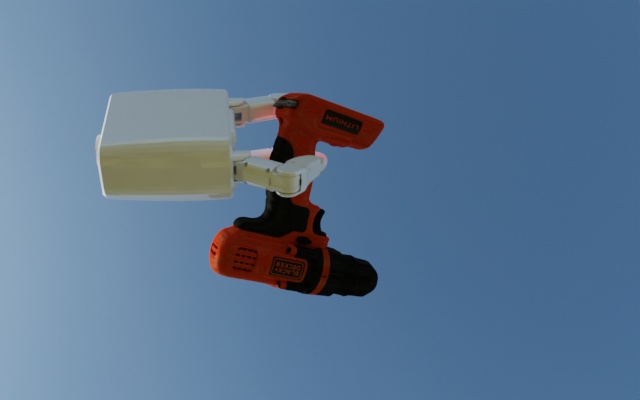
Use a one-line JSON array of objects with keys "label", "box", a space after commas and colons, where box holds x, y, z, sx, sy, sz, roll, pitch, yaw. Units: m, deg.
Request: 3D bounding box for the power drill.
[{"label": "power drill", "box": [0.000, 0.001, 0.473, 0.184, 0.187, 0.057, 15, 1, -30]}]
